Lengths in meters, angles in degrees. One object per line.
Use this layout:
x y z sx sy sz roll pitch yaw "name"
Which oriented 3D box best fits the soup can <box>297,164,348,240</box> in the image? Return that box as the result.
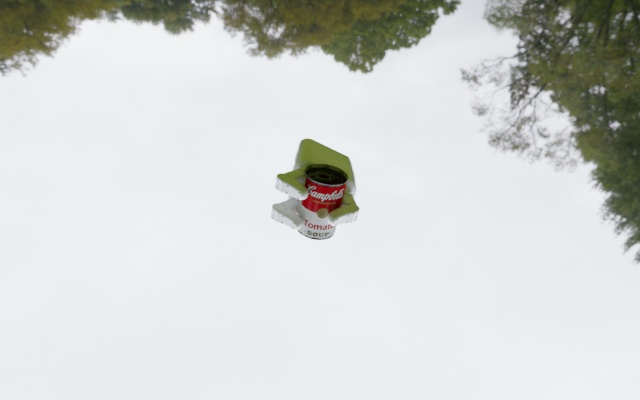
0.000 0.003 0.752 0.068 0.102 0.068 9 30 -5 "soup can"
